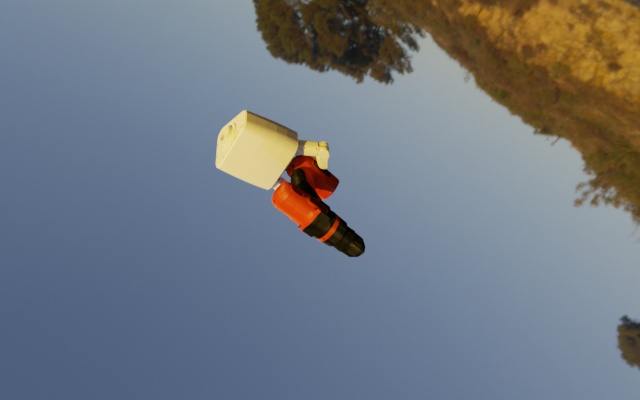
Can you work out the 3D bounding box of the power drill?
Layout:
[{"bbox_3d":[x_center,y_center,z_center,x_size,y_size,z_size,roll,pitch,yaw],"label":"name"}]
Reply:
[{"bbox_3d":[0.000,0.002,0.840,0.184,0.057,0.187,38,20,-20],"label":"power drill"}]
